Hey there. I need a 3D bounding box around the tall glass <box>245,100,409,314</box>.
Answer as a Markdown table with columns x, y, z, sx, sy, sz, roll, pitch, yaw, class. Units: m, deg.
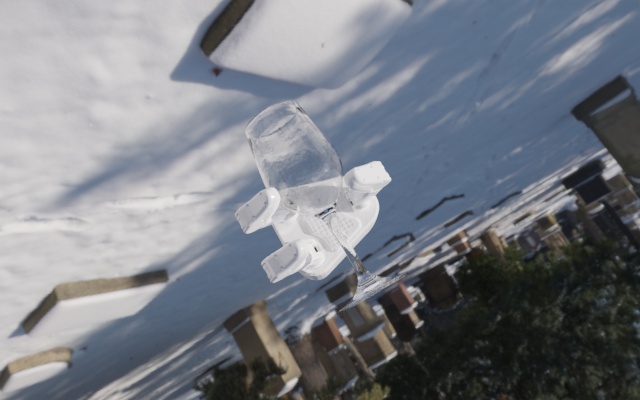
| x | y | z | sx | sy | sz | roll | pitch | yaw | class |
| --- | --- | --- | --- | --- | --- | --- | --- | --- | --- |
| 0.000 | 0.002 | 0.458 | 0.079 | 0.201 | 0.079 | -29 | -13 | -7 | tall glass |
